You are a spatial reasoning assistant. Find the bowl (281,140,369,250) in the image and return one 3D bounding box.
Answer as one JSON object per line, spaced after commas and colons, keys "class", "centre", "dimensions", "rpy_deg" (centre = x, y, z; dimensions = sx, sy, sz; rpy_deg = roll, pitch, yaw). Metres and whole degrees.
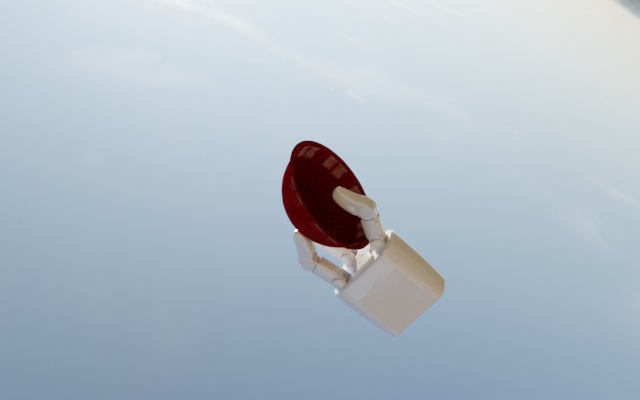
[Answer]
{"class": "bowl", "centre": [-0.001, 0.001, 0.638], "dimensions": [0.055, 0.162, 0.162], "rpy_deg": [-32, -18, 31]}
